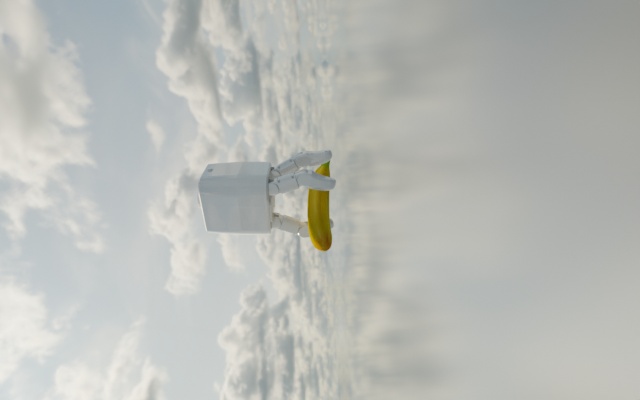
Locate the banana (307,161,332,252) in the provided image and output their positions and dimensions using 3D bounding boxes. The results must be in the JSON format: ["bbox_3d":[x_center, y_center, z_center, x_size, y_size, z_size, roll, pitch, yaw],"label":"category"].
[{"bbox_3d":[-0.002,0.012,0.752,0.037,0.197,0.070,3,-41,-4],"label":"banana"}]
